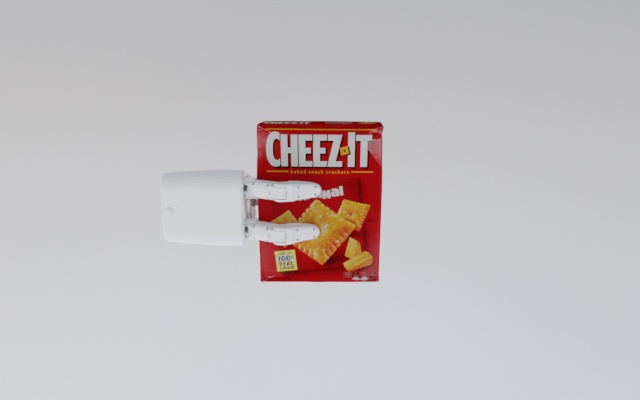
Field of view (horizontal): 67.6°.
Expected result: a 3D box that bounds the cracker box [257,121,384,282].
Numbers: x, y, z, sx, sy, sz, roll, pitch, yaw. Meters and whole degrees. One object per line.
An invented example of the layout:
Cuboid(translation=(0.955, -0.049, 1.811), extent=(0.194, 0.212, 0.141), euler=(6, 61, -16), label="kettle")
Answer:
Cuboid(translation=(0.000, 0.002, 0.645), extent=(0.164, 0.214, 0.072), euler=(1, 13, 2), label="cracker box")
